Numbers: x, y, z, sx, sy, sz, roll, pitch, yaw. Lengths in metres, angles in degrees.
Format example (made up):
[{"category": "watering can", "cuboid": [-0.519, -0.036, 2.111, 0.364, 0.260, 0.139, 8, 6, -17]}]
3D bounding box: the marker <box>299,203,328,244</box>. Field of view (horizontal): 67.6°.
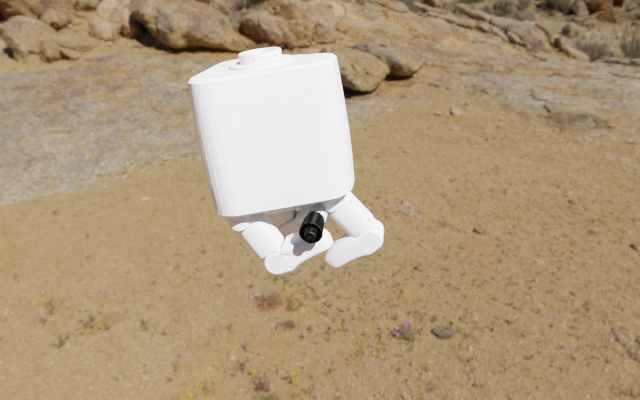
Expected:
[{"category": "marker", "cuboid": [0.000, 0.001, 0.413, 0.020, 0.020, 0.121, 0, 25, 9]}]
